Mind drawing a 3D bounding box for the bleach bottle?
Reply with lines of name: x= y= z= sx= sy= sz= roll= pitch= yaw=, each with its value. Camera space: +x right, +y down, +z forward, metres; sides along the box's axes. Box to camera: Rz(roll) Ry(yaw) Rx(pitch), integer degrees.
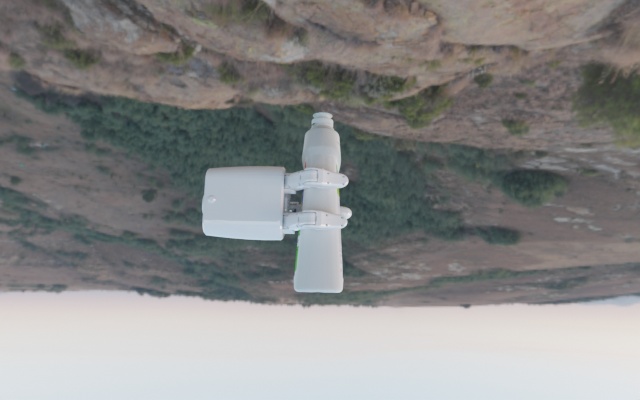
bleach bottle: x=0.000 y=0.002 z=0.676 sx=0.068 sy=0.250 sz=0.102 roll=1 pitch=-10 yaw=0
